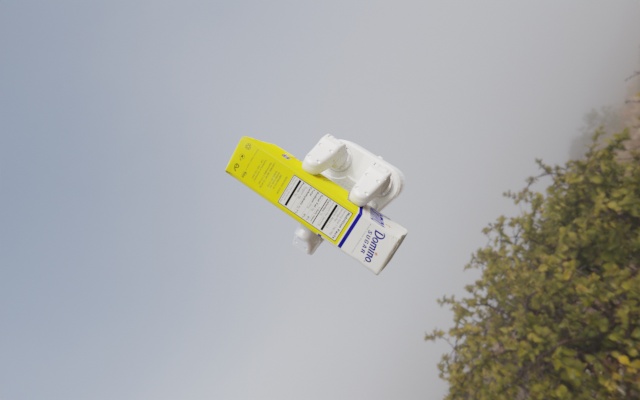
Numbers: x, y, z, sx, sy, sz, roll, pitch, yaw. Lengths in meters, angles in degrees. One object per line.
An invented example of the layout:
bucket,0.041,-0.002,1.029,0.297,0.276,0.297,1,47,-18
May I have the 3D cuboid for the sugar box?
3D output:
sugar box,0.000,0.001,0.473,0.176,0.048,0.093,31,9,12
